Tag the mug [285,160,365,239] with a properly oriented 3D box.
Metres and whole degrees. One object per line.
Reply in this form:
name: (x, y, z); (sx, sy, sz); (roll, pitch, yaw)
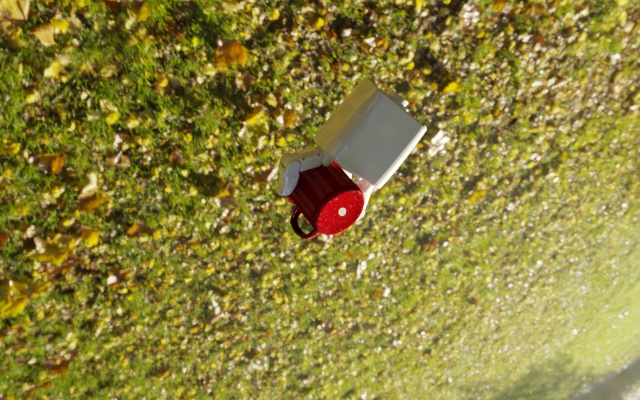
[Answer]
mug: (-0.001, 0.003, 0.656); (0.093, 0.117, 0.081); (23, 21, -47)
